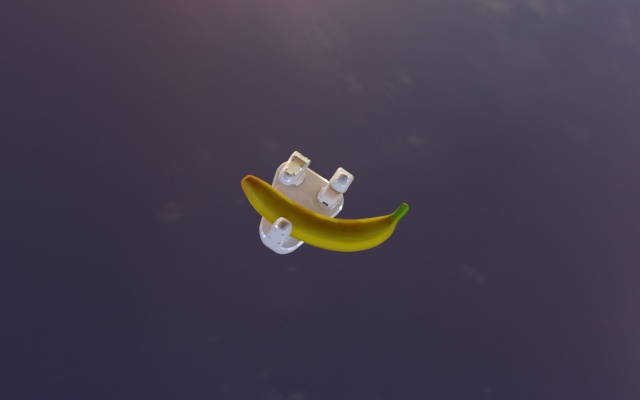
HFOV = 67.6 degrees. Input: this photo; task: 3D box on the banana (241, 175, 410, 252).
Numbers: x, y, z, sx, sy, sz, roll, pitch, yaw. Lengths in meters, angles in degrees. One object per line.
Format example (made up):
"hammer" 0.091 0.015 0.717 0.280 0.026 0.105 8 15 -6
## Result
"banana" 0.000 0.021 0.562 0.198 0.069 0.037 10 -3 -1
